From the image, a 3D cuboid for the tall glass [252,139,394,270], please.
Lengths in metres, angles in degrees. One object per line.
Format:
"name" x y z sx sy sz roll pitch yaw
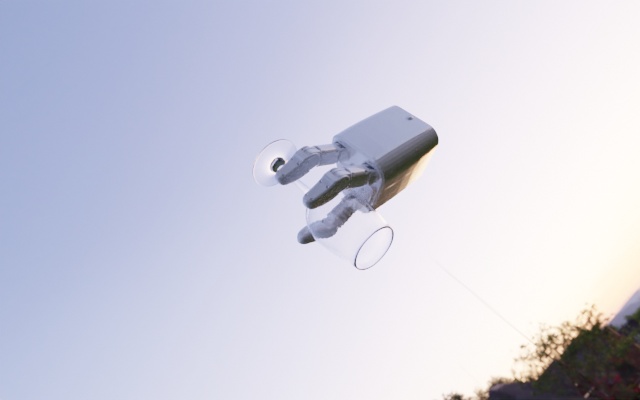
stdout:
"tall glass" 0.000 0.002 0.600 0.079 0.079 0.201 0 33 -48
